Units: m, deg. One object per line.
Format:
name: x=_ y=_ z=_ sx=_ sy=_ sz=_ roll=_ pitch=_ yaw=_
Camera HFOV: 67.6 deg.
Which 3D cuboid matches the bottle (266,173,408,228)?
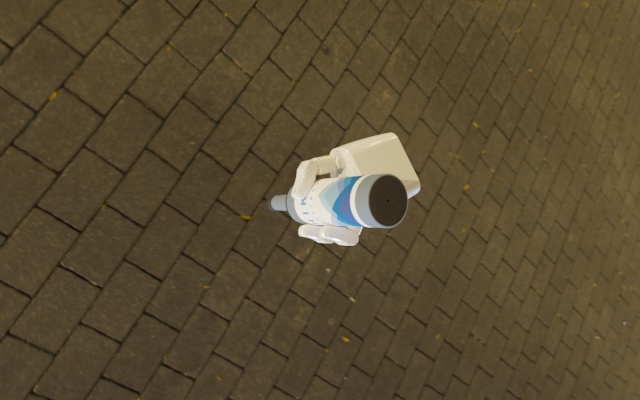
bottle: x=0.000 y=0.002 z=0.698 sx=0.069 sy=0.069 sz=0.295 roll=0 pitch=-1 yaw=-34
